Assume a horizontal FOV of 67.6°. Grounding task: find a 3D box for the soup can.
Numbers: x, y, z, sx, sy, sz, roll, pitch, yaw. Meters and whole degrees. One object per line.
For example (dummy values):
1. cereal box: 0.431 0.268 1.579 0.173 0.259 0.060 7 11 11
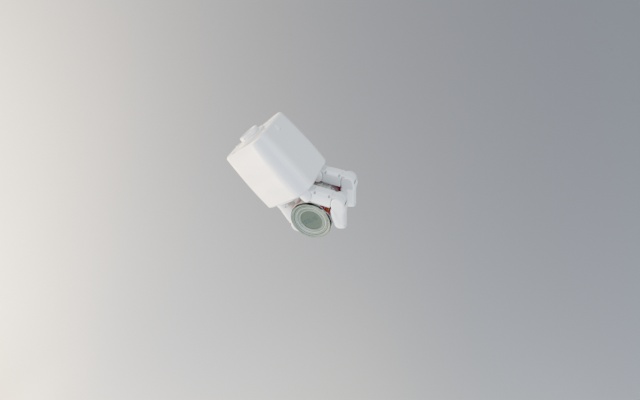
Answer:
1. soup can: 0.000 0.003 0.767 0.068 0.068 0.102 0 36 22
